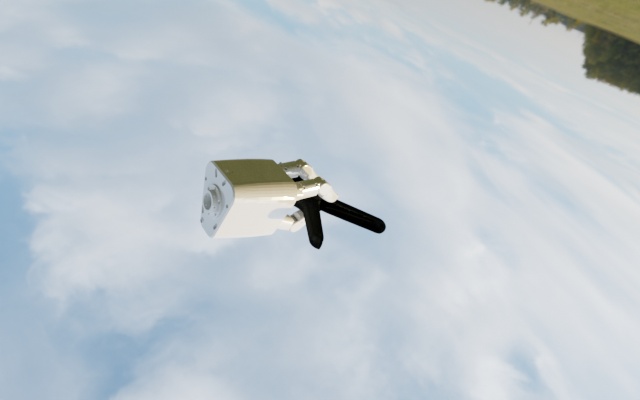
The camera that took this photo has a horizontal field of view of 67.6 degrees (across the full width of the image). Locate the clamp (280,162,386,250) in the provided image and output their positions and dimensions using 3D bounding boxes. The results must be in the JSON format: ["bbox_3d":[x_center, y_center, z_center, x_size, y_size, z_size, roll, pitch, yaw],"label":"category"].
[{"bbox_3d":[-0.001,0.003,0.793,0.164,0.036,0.210,-2,36,-41],"label":"clamp"}]
